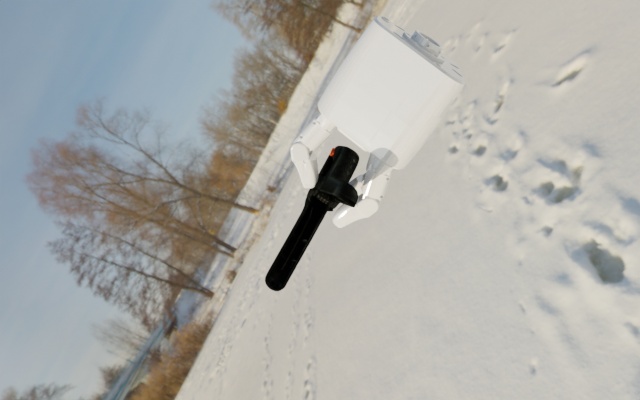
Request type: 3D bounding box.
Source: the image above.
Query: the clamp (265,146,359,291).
[{"bbox_3d":[0.000,0.001,0.562,0.036,0.165,0.210,33,29,-9],"label":"clamp"}]
